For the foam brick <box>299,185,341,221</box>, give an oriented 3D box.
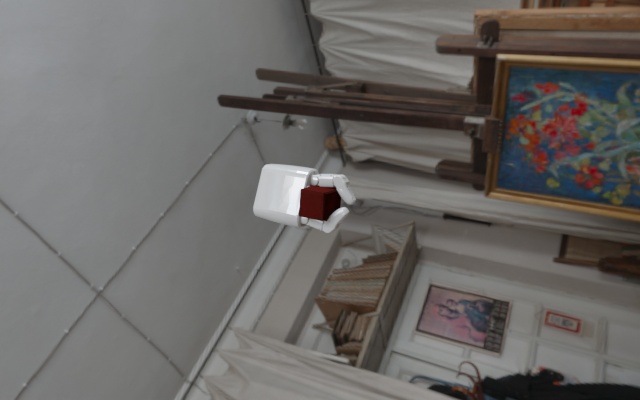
[{"bbox_3d":[0.000,0.003,0.888,0.051,0.053,0.078,11,12,24],"label":"foam brick"}]
